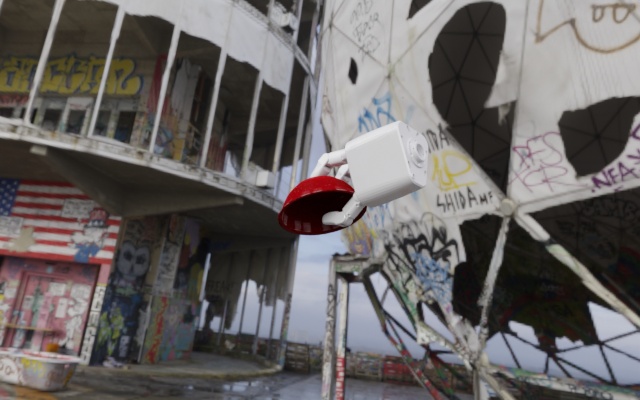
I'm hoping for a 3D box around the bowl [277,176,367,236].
[{"bbox_3d":[-0.001,0.003,0.862,0.162,0.055,0.162,-8,-30,-5],"label":"bowl"}]
